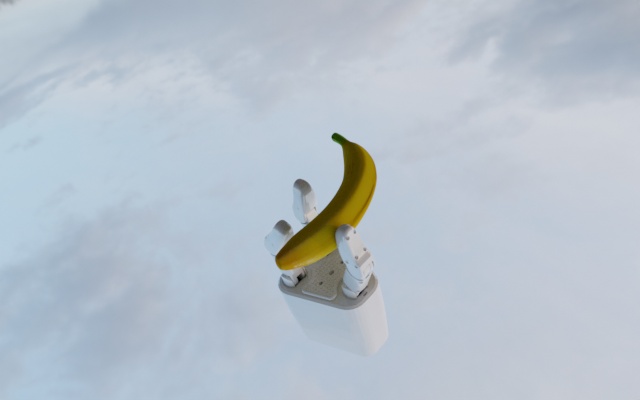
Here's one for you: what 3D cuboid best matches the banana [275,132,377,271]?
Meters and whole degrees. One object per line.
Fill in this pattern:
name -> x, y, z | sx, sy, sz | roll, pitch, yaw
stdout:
banana -> 0.018, 0.001, 0.505 | 0.069, 0.037, 0.197 | 5, 46, 21
